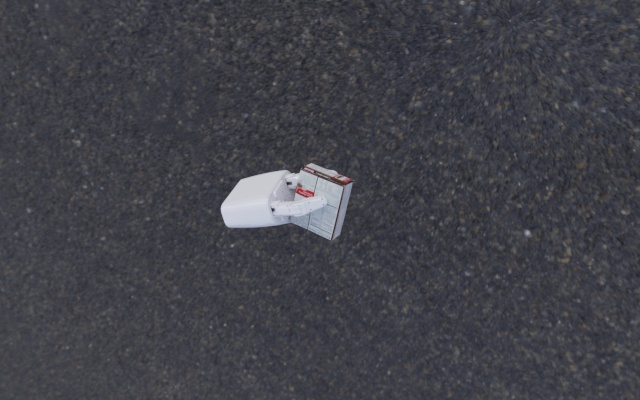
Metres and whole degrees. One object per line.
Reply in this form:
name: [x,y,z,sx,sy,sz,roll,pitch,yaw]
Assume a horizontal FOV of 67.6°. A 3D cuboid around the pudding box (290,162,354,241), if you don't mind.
pudding box: [0.000,0.003,0.828,0.090,0.113,0.039,23,30,19]
